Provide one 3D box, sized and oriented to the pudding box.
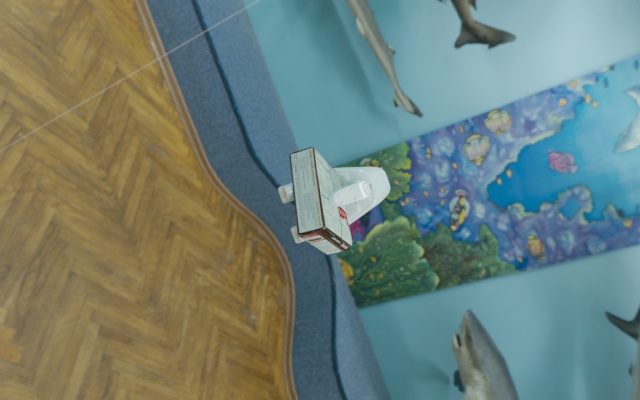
[{"bbox_3d":[0.000,0.002,0.596,0.039,0.113,0.090,-19,-27,19],"label":"pudding box"}]
